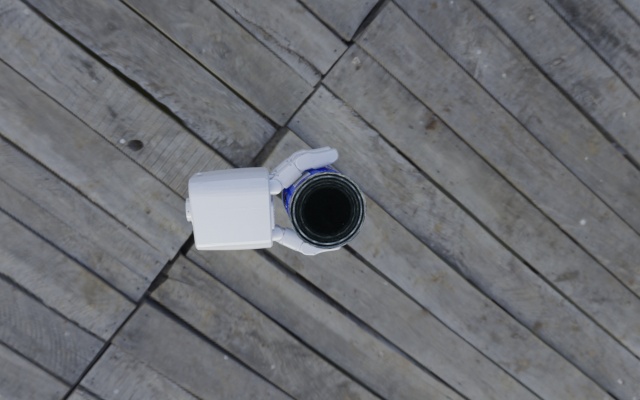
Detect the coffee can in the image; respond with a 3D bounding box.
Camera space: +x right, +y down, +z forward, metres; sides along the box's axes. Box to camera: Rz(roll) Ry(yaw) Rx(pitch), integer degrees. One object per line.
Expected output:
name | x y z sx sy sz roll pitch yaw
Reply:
coffee can | 0.000 0.002 0.682 0.103 0.103 0.140 0 9 -8
